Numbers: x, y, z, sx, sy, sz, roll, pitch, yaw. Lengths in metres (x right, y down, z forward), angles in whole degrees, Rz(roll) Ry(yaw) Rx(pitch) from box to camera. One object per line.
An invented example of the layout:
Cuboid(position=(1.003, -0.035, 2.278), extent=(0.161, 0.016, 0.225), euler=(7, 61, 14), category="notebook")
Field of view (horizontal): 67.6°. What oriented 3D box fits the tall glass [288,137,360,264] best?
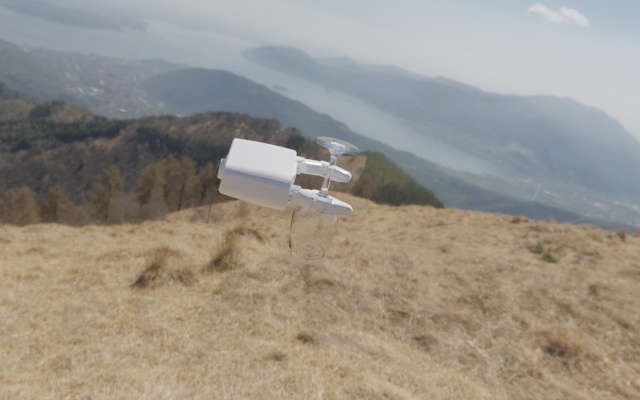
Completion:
Cuboid(position=(0.000, 0.002, 0.779), extent=(0.079, 0.201, 0.079), euler=(14, 19, -5), category="tall glass")
